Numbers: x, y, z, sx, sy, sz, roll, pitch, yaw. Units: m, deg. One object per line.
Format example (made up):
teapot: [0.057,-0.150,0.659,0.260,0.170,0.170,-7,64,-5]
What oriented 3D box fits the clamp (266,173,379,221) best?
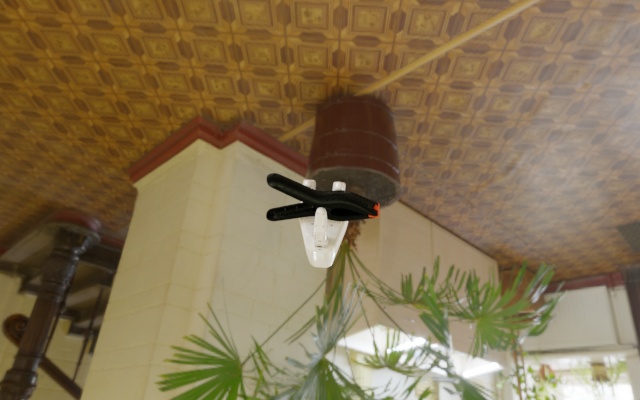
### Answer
clamp: [0.001,0.004,0.840,0.210,0.036,0.165,4,-24,2]
